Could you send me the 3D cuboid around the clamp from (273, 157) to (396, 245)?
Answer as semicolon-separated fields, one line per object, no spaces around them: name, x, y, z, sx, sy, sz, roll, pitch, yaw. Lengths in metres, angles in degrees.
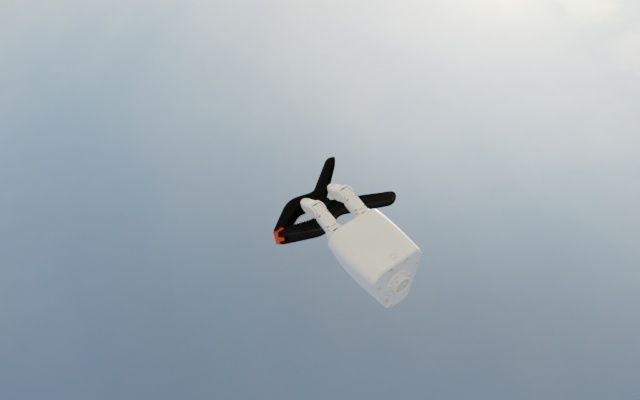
clamp;0.000;0.004;0.822;0.210;0.036;0.164;-30;46;-20
